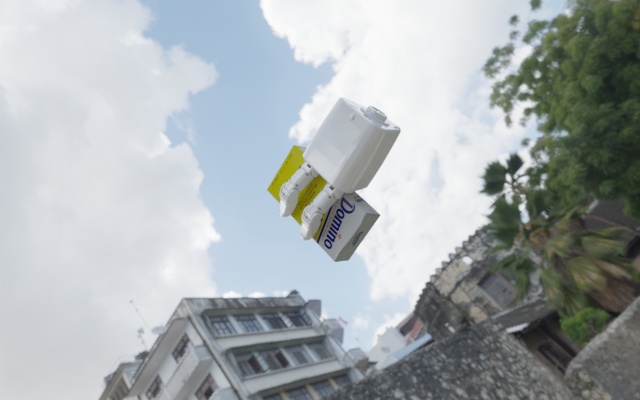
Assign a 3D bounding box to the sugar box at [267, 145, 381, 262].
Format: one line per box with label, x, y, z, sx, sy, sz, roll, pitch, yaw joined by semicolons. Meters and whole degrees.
sugar box;0.000;0.002;0.737;0.048;0.093;0.176;5;33;-52
